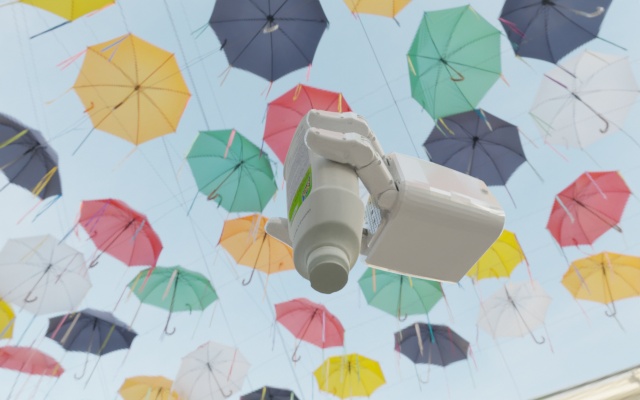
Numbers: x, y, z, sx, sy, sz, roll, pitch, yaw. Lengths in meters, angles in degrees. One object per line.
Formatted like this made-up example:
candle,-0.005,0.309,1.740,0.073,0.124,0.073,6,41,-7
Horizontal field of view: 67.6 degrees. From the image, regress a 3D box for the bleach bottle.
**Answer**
bleach bottle,0.000,0.001,0.450,0.068,0.103,0.250,16,28,-10
